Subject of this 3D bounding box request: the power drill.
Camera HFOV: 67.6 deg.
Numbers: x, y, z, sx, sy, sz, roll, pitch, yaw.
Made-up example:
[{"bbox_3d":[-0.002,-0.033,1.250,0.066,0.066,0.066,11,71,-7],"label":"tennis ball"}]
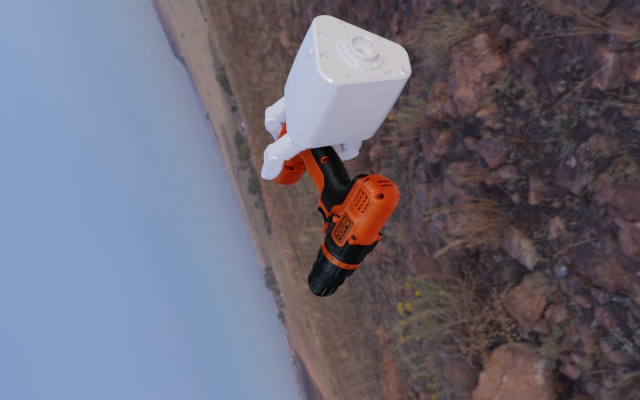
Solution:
[{"bbox_3d":[0.000,0.001,0.591,0.057,0.184,0.187,-5,47,-41],"label":"power drill"}]
